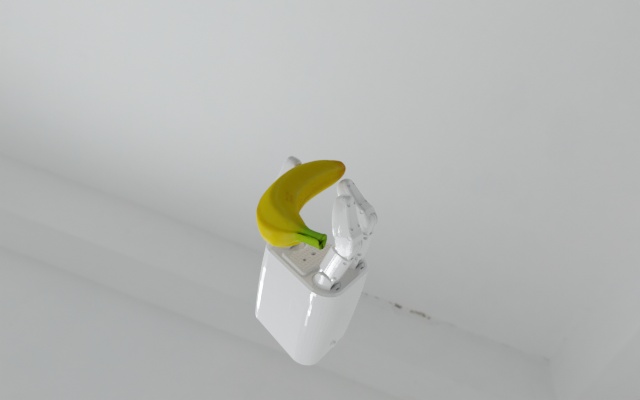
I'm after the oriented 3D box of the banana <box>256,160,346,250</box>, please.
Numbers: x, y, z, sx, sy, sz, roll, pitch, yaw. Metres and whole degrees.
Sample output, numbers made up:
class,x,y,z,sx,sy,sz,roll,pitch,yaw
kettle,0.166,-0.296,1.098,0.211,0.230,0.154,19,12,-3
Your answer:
class,x,y,z,sx,sy,sz,roll,pitch,yaw
banana,-0.019,-0.001,0.449,0.069,0.037,0.197,12,24,3
